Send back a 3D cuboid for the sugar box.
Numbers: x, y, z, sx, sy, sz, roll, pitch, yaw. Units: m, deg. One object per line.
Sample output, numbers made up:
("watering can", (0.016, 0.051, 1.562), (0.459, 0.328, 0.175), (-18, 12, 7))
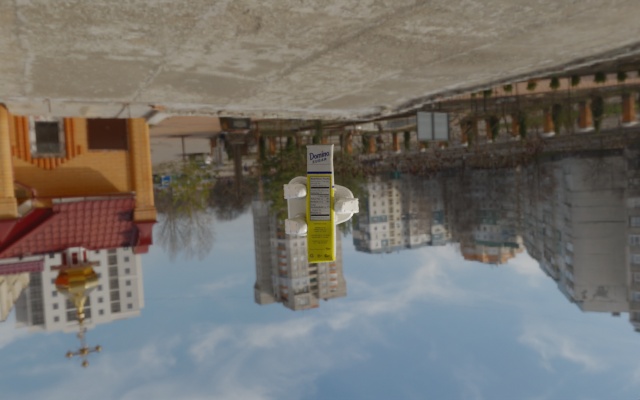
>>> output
("sugar box", (0.000, 0.003, 0.743), (0.048, 0.176, 0.093), (-3, 3, 0))
